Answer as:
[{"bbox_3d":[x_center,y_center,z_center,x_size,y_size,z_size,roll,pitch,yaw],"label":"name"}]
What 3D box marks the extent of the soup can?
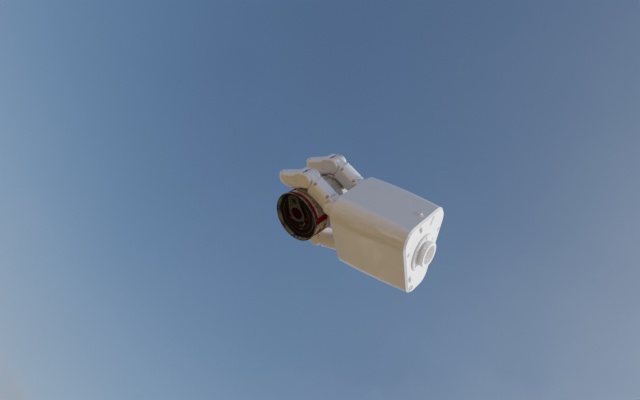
[{"bbox_3d":[0.000,0.002,0.649,0.068,0.068,0.102,0,23,44],"label":"soup can"}]
